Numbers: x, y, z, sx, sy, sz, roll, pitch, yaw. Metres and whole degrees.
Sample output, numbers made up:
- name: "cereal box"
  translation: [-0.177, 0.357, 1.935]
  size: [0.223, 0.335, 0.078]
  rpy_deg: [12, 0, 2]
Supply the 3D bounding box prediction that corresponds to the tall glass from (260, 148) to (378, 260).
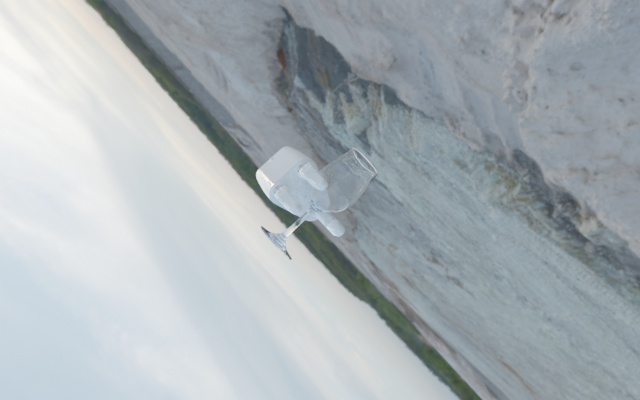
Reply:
- name: "tall glass"
  translation: [0.000, 0.003, 0.783]
  size: [0.201, 0.079, 0.079]
  rpy_deg: [-42, 2, -2]
